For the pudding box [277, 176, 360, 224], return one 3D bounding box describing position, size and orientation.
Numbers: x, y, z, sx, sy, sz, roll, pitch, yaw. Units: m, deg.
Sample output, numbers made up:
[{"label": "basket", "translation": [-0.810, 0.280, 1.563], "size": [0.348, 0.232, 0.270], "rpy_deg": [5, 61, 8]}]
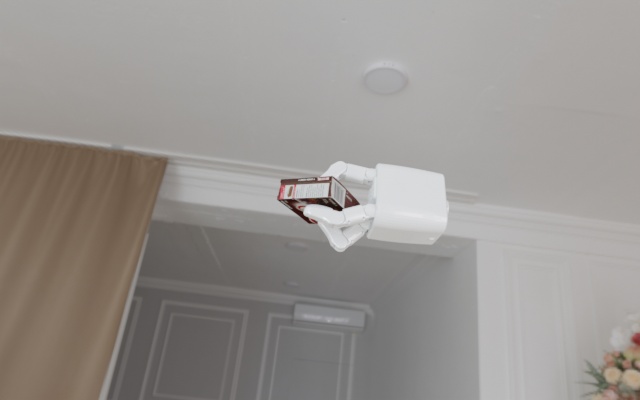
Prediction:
[{"label": "pudding box", "translation": [0.000, 0.002, 0.732], "size": [0.090, 0.039, 0.113], "rpy_deg": [-3, -25, 26]}]
